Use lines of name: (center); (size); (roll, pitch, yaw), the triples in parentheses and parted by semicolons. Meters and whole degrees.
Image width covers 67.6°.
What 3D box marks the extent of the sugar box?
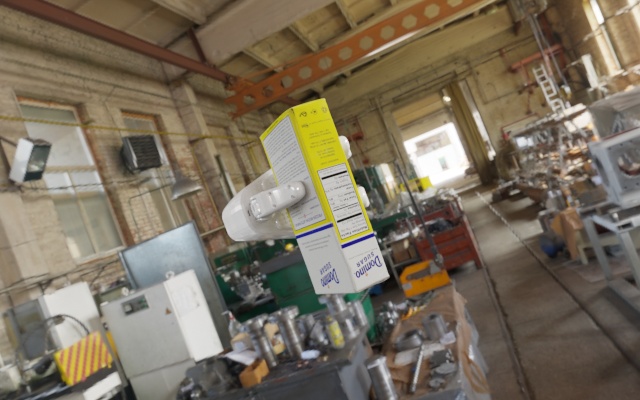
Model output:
sugar box: (0.000, 0.001, 0.466); (0.048, 0.176, 0.093); (-21, -1, -26)
